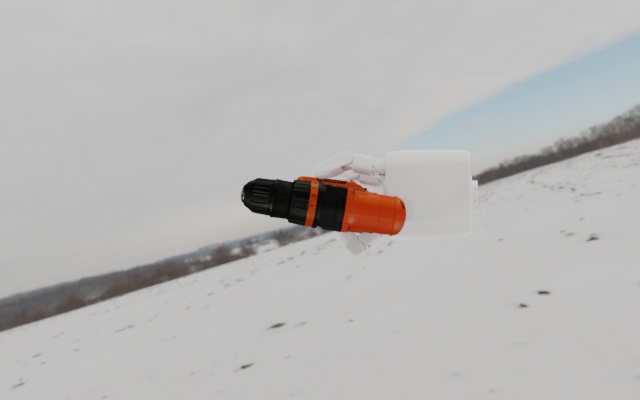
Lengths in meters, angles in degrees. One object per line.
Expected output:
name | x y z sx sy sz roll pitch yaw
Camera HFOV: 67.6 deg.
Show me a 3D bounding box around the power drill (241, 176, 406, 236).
power drill | 0.000 0.002 0.600 0.184 0.057 0.187 10 5 -4
